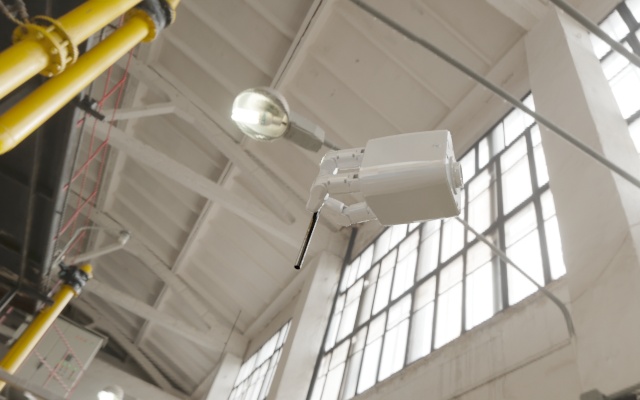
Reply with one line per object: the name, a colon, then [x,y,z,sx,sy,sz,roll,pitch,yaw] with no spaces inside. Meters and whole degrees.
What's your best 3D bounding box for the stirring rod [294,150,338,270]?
stirring rod: [0.000,0.002,0.662,0.011,0.011,0.239,0,41,18]
